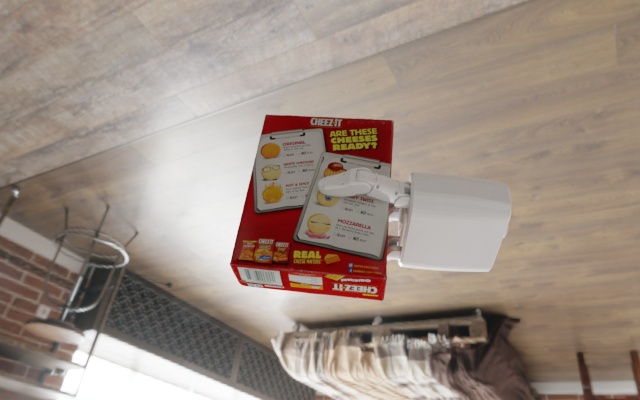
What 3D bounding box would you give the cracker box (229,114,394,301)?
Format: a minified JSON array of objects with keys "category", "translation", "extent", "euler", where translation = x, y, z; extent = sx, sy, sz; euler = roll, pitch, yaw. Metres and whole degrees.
[{"category":"cracker box","translation":[0.000,0.002,0.564],"extent":[0.164,0.213,0.072],"euler":[4,-33,6]}]
